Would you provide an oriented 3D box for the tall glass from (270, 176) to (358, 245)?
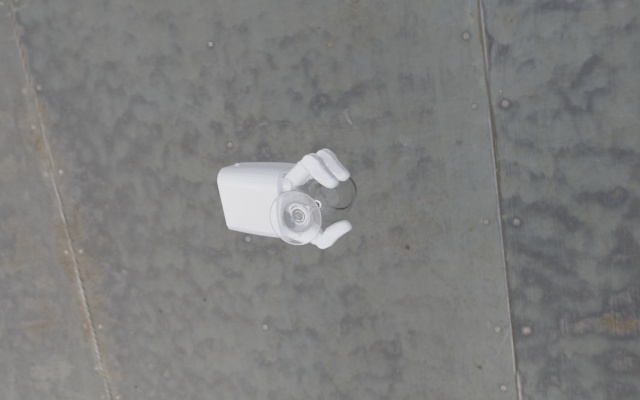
[{"bbox_3d":[0.000,0.003,0.718,0.079,0.079,0.201,0,12,21],"label":"tall glass"}]
